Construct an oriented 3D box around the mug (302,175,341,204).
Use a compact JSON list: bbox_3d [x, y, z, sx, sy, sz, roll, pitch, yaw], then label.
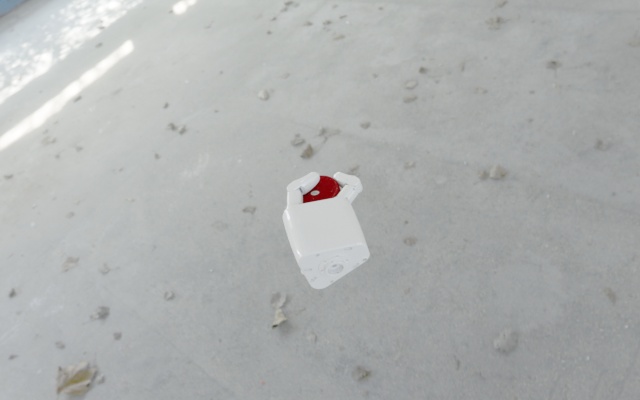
[{"bbox_3d":[0.000,0.002,0.851,0.093,0.082,0.117,-23,44,1],"label":"mug"}]
